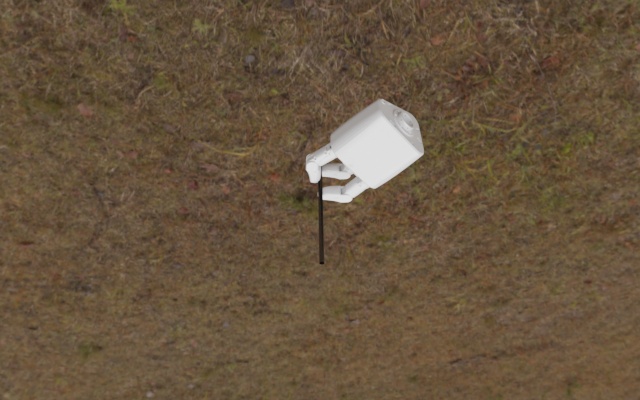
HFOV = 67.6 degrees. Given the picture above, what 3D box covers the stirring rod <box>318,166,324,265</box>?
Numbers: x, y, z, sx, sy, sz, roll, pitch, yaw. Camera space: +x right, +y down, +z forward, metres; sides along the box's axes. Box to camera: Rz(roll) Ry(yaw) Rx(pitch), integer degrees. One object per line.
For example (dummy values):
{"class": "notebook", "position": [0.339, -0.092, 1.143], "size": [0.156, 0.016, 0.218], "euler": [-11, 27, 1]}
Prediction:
{"class": "stirring rod", "position": [0.000, 0.003, 0.809], "size": [0.011, 0.239, 0.011], "euler": [-1, -39, -1]}
